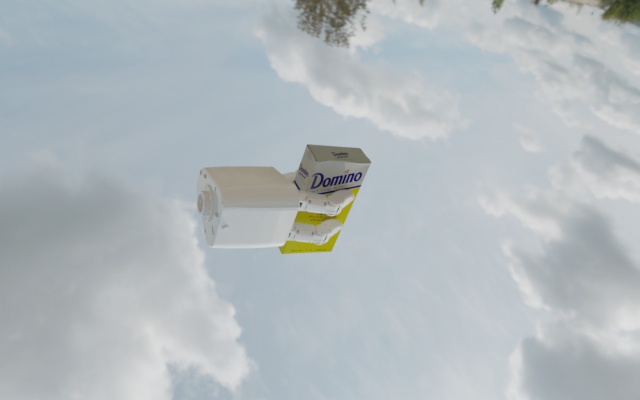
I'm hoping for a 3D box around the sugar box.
[{"bbox_3d":[0.000,0.003,0.714,0.093,0.176,0.048,0,41,-29],"label":"sugar box"}]
